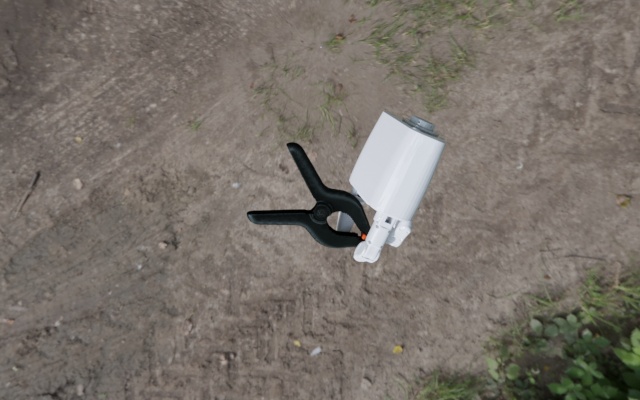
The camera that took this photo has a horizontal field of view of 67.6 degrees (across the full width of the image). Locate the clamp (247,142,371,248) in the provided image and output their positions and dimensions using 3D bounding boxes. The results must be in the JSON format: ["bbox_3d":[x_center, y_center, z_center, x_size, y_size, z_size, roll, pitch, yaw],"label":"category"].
[{"bbox_3d":[0.000,0.002,0.631,0.171,0.120,0.039,21,18,-7],"label":"clamp"}]
